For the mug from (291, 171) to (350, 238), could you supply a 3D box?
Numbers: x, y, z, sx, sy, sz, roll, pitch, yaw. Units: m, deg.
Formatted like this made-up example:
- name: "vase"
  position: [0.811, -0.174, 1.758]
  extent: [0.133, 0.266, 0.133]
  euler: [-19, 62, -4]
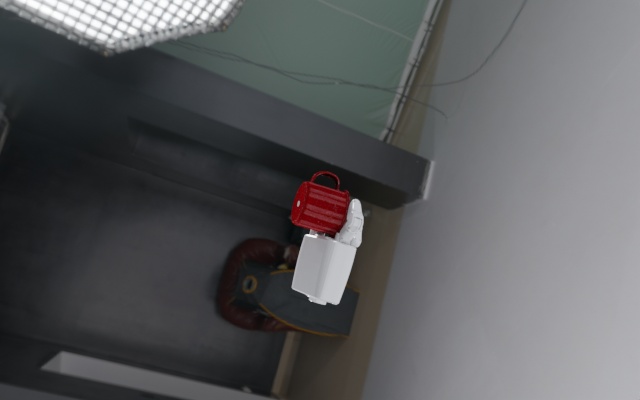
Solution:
- name: "mug"
  position: [0.000, 0.001, 0.871]
  extent: [0.081, 0.117, 0.093]
  euler: [17, -11, -16]
